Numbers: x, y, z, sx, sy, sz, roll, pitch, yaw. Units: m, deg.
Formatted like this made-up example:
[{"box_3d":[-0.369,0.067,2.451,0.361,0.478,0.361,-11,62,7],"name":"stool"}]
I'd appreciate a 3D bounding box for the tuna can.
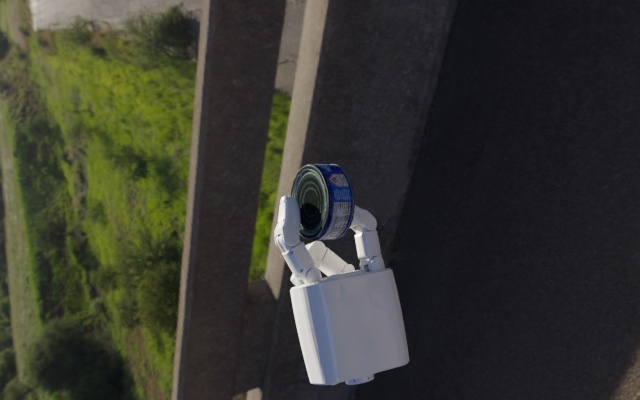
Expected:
[{"box_3d":[0.000,0.002,0.532,0.034,0.086,0.086,-1,0,-32],"name":"tuna can"}]
